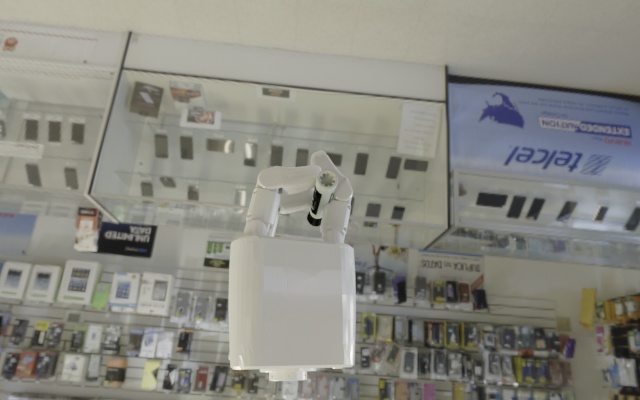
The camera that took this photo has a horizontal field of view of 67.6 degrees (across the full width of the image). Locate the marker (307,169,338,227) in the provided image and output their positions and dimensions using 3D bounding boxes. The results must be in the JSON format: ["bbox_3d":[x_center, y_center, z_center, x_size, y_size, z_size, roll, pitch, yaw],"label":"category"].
[{"bbox_3d":[0.000,0.001,0.469,0.020,0.020,0.121,0,-19,-6],"label":"marker"}]
